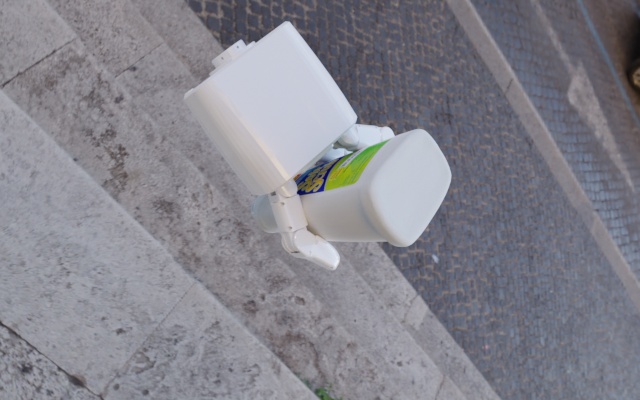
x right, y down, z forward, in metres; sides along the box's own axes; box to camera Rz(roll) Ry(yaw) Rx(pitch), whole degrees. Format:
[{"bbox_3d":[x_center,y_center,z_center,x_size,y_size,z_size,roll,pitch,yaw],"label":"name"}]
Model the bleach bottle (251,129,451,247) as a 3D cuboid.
[{"bbox_3d":[0.000,0.002,0.474,0.251,0.068,0.102,-12,30,51],"label":"bleach bottle"}]
